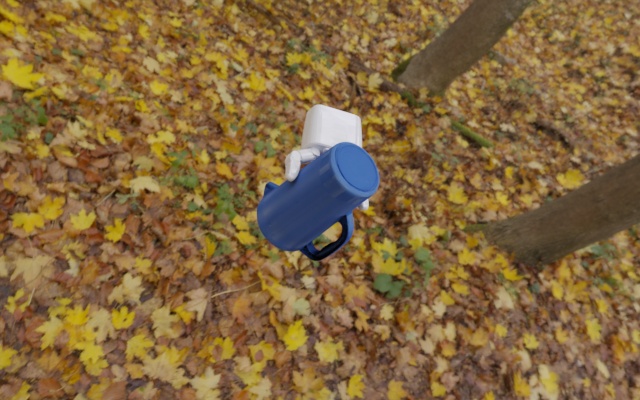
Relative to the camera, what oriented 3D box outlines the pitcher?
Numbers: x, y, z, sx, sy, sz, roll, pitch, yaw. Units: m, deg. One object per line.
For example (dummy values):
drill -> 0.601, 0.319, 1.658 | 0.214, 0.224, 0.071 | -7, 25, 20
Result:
pitcher -> 0.000, 0.003, 0.891 | 0.149, 0.145, 0.243 | 25, -38, -26
